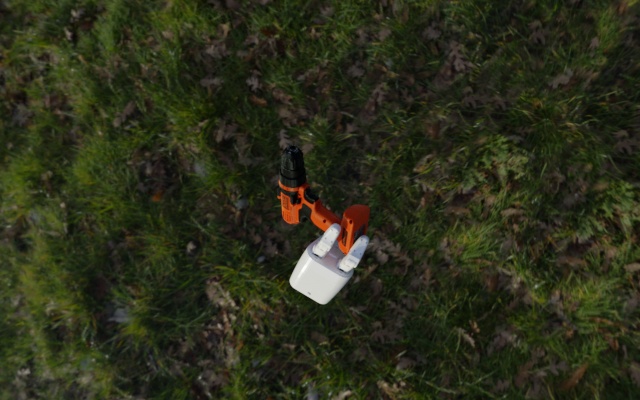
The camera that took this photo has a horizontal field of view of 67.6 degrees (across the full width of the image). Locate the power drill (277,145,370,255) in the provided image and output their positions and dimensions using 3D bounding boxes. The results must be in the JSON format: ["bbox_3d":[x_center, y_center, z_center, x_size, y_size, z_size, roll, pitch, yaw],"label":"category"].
[{"bbox_3d":[0.000,0.003,0.877,0.187,0.185,0.057,33,55,27],"label":"power drill"}]
